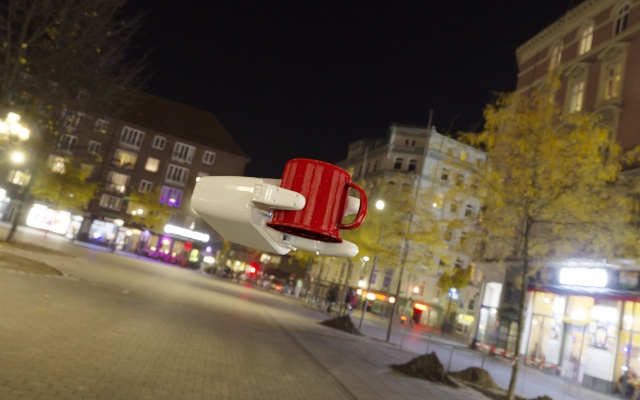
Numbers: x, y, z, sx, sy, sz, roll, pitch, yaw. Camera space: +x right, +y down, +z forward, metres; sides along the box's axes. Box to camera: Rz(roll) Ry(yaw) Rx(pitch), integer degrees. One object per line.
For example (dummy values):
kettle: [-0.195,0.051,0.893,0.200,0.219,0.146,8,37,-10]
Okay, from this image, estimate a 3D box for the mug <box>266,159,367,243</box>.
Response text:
mug: [0.001,0.002,0.561,0.117,0.081,0.093,6,-12,31]
